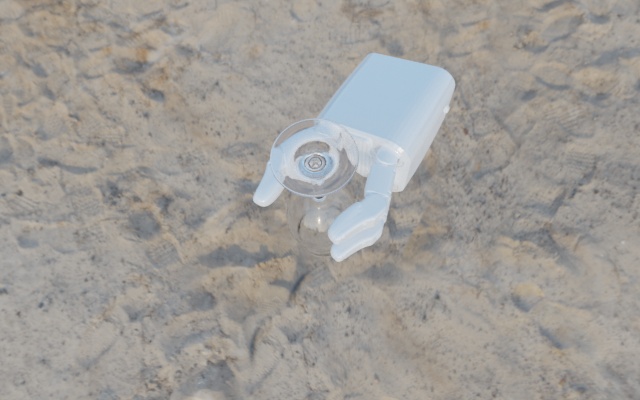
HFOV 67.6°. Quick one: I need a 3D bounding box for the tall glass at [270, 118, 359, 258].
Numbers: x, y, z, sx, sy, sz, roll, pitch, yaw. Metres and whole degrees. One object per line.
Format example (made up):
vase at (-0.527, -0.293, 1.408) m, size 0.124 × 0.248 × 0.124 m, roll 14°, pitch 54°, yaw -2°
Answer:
tall glass at (0.000, 0.001, 0.487) m, size 0.079 × 0.079 × 0.201 m, roll 0°, pitch -23°, yaw 3°
